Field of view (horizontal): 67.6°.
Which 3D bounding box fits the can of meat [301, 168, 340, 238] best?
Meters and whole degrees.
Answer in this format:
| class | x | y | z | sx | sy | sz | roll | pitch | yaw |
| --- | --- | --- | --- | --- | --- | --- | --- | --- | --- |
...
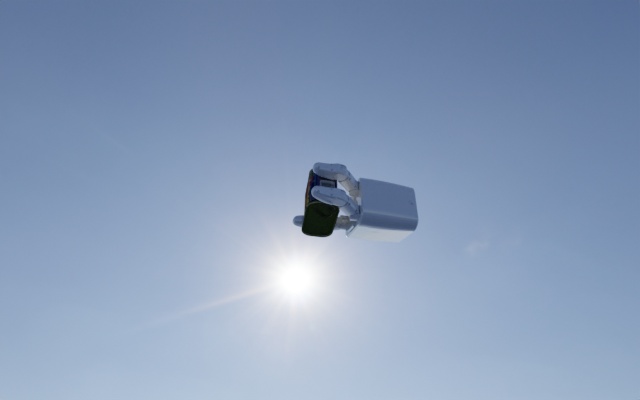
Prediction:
| class | x | y | z | sx | sy | sz | roll | pitch | yaw |
| --- | --- | --- | --- | --- | --- | --- | --- | --- | --- |
| can of meat | 0.000 | 0.003 | 0.853 | 0.057 | 0.084 | 0.102 | 6 | -38 | -6 |
